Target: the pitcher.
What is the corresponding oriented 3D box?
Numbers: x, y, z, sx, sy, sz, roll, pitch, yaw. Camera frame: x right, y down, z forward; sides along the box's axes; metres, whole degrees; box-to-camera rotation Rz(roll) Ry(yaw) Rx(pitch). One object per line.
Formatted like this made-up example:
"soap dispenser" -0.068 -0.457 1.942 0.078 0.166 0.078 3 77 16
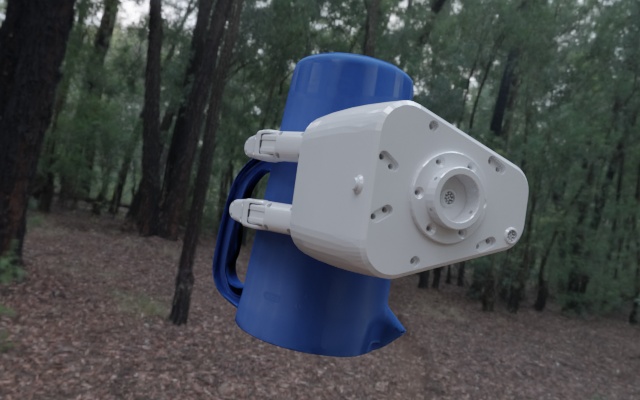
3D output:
"pitcher" 0.000 0.001 0.428 0.149 0.243 0.145 10 -1 -22
